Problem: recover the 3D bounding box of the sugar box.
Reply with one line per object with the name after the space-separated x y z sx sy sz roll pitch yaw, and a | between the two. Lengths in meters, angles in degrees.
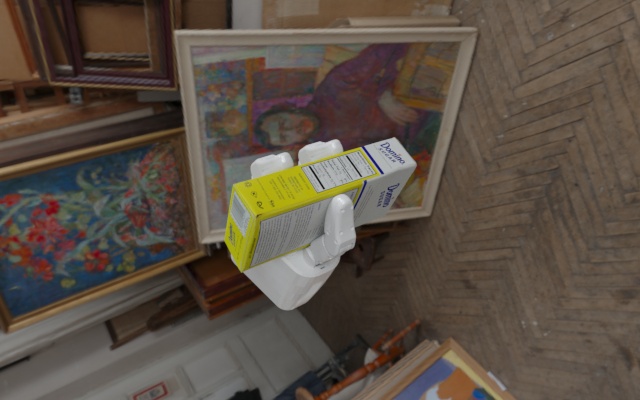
0.000 0.001 0.459 0.176 0.048 0.093 -21 -27 -30 | sugar box
